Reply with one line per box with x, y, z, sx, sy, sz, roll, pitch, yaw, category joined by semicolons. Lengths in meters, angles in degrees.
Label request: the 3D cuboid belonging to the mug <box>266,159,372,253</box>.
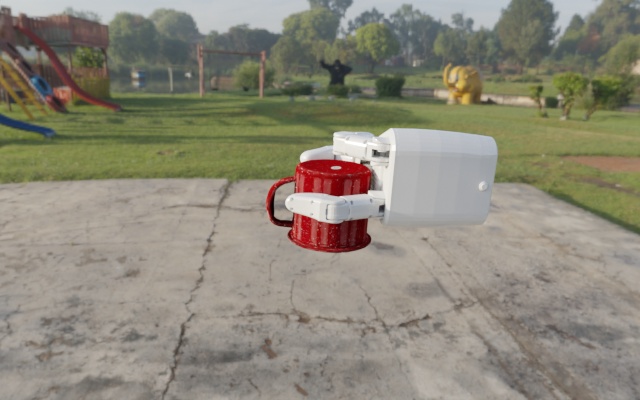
-0.001;0.001;0.516;0.117;0.081;0.093;1;16;-7;mug
